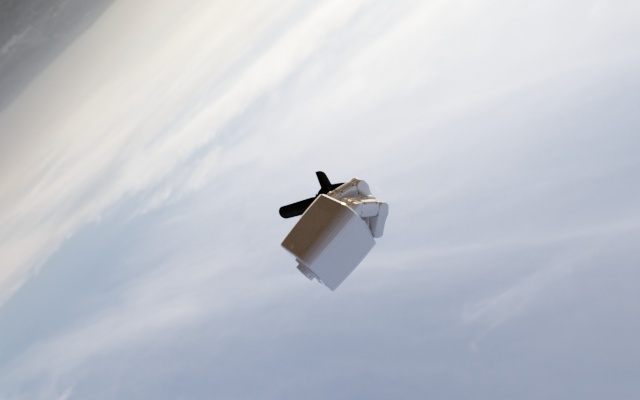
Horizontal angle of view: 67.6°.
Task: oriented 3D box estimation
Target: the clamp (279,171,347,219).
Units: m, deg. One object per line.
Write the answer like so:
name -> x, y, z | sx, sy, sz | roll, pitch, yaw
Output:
clamp -> 0.001, 0.003, 0.834 | 0.039, 0.120, 0.171 | 50, -14, -28
